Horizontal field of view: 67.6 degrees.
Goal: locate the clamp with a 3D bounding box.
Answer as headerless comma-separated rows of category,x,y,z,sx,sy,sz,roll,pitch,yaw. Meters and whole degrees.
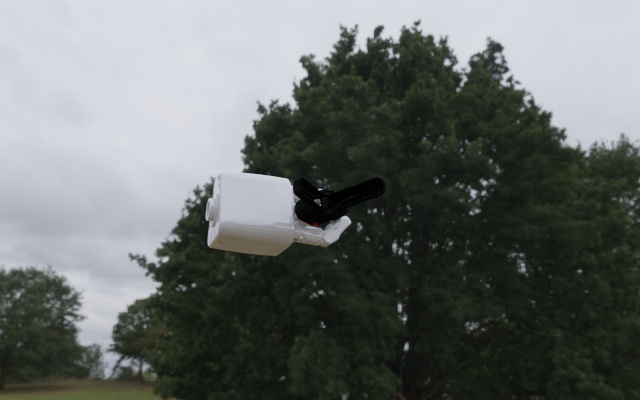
clamp,0.000,0.002,0.658,0.120,0.039,0.171,8,-22,-21
